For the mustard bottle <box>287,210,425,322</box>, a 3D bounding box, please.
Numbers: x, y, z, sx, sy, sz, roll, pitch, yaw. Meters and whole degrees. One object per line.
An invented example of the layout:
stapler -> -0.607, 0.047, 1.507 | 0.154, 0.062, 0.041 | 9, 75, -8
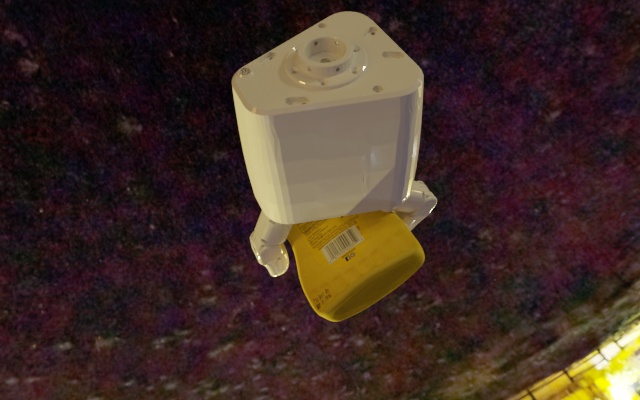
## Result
mustard bottle -> 0.000, 0.002, 0.419 | 0.096, 0.191, 0.058 | -37, -34, 7
